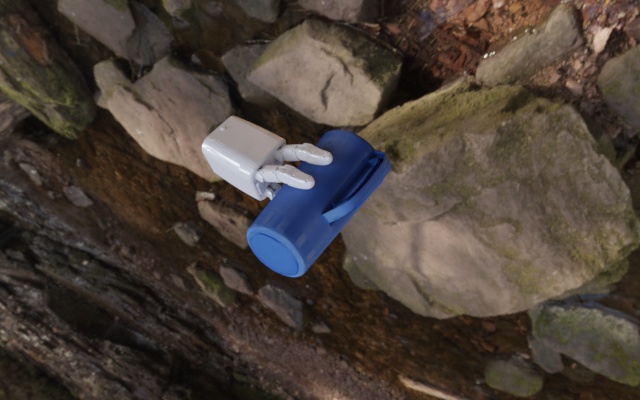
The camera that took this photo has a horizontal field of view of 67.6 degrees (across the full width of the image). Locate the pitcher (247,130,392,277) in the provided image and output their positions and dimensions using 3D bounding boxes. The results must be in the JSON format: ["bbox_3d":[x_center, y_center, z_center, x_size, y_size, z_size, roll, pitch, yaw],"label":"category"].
[{"bbox_3d":[0.000,0.002,0.768,0.145,0.242,0.149,30,-35,13],"label":"pitcher"}]
